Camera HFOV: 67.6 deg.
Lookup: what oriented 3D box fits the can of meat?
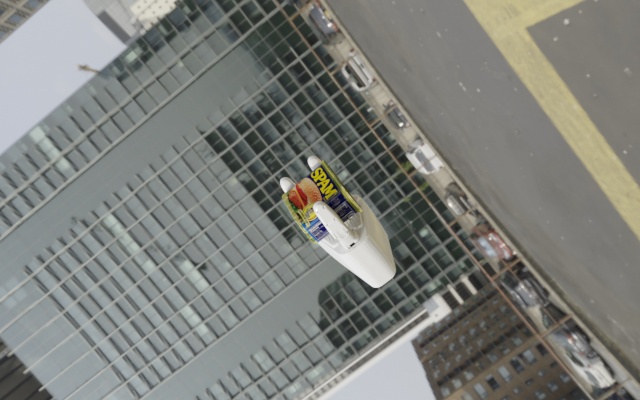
[{"bbox_3d":[0.000,0.003,0.700,0.057,0.084,0.102,47,7,-42],"label":"can of meat"}]
